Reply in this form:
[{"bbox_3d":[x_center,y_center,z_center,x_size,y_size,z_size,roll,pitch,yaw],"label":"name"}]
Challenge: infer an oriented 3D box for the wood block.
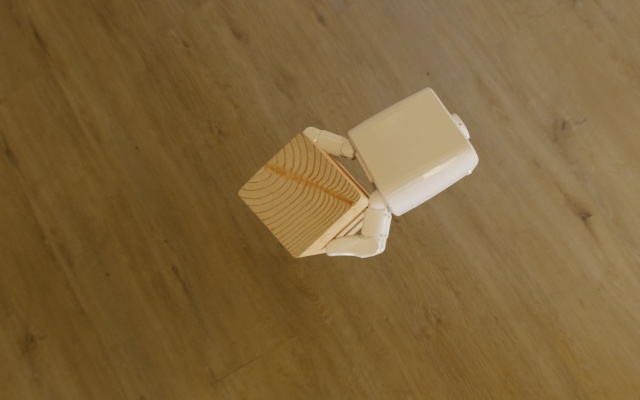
[{"bbox_3d":[0.000,0.001,0.554,0.090,0.091,0.206,-43,-12,6],"label":"wood block"}]
